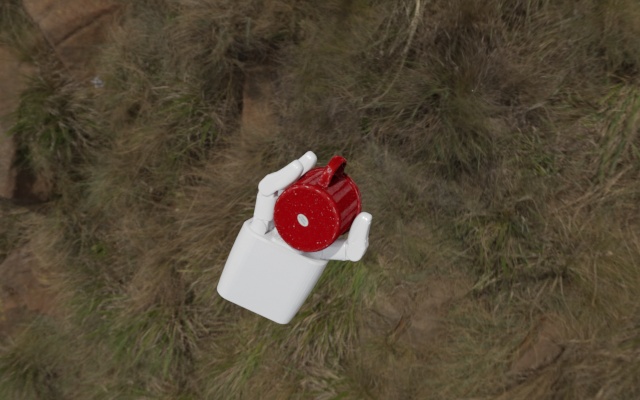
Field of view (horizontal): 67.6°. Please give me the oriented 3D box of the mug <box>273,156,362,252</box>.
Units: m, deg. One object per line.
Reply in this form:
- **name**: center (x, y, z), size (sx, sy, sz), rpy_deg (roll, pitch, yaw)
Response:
- **mug**: center (0.001, 0.001, 0.563), size (0.093, 0.117, 0.081), rpy_deg (30, 21, 9)
